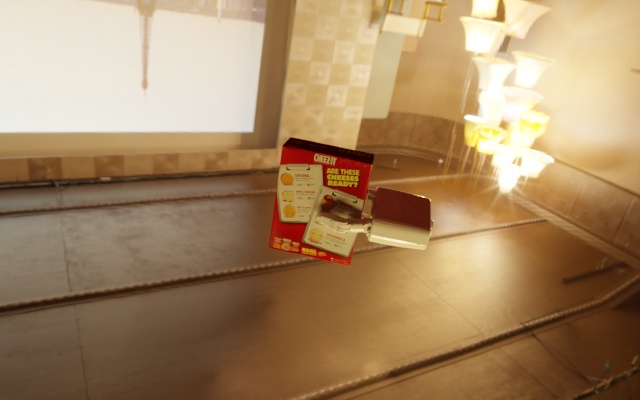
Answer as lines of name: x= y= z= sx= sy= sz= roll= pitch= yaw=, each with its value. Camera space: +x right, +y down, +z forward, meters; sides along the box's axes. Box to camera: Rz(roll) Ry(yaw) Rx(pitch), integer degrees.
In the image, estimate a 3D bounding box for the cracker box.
cracker box: x=0.000 y=0.003 z=0.899 sx=0.164 sy=0.214 sz=0.072 roll=12 pitch=25 yaw=4
